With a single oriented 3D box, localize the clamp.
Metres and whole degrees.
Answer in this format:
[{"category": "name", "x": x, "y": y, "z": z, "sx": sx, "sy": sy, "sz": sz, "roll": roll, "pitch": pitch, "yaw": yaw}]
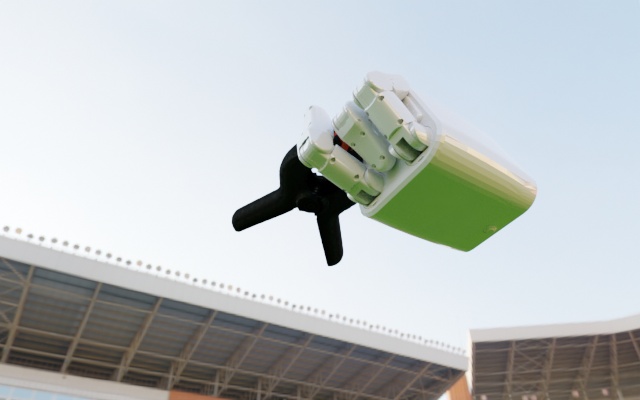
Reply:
[{"category": "clamp", "x": 0.000, "y": 0.001, "z": 0.449, "sx": 0.120, "sy": 0.039, "sz": 0.171, "roll": 24, "pitch": -44, "yaw": -20}]
